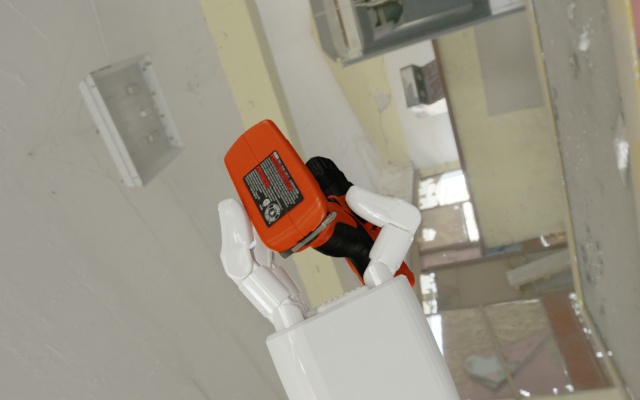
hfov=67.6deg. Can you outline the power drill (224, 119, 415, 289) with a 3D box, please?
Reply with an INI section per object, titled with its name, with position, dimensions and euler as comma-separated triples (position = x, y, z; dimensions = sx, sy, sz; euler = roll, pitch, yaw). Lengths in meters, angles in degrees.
[power drill]
position = 0.000, 0.002, 0.429
dimensions = 0.057, 0.184, 0.188
euler = -42, -33, 12
